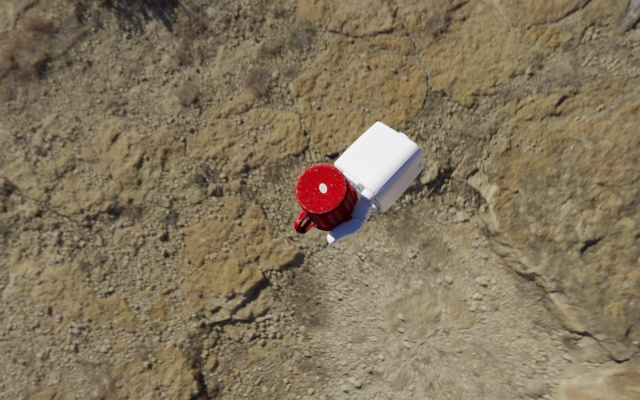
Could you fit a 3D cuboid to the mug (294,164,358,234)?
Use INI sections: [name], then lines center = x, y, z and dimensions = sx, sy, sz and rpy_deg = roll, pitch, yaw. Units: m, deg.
[mug]
center = -0.001, 0.003, 0.740
dimensions = 0.093, 0.117, 0.081
rpy_deg = 41, -5, 20
